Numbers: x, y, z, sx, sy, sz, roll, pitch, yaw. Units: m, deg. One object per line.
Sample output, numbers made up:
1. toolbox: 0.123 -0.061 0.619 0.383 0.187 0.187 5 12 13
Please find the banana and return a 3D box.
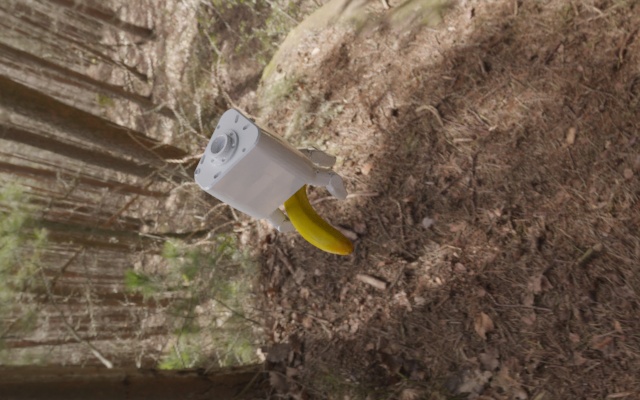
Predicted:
1. banana: -0.016 0.010 0.686 0.069 0.197 0.037 -33 -40 12
